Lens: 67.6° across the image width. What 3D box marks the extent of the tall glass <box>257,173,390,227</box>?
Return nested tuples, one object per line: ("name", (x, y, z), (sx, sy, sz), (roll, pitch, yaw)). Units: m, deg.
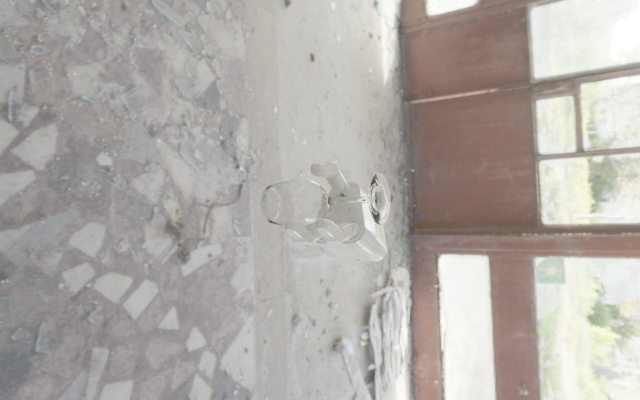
("tall glass", (0.001, 0.002, 0.731), (0.201, 0.079, 0.079), (-3, -2, 31))
